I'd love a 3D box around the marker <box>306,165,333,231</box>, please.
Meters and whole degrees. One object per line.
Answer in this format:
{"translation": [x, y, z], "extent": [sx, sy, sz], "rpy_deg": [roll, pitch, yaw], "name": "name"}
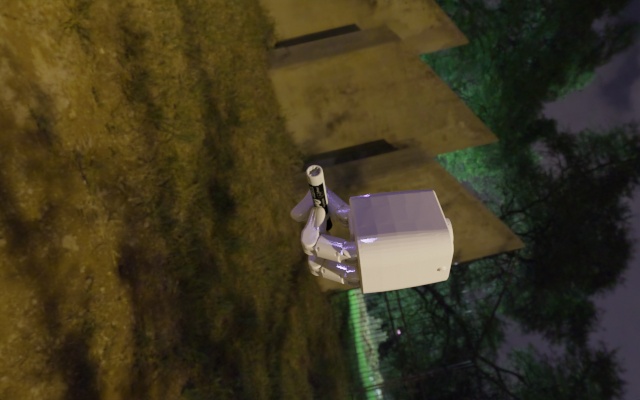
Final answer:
{"translation": [0.000, 0.002, 0.582], "extent": [0.020, 0.020, 0.121], "rpy_deg": [0, -35, 8], "name": "marker"}
